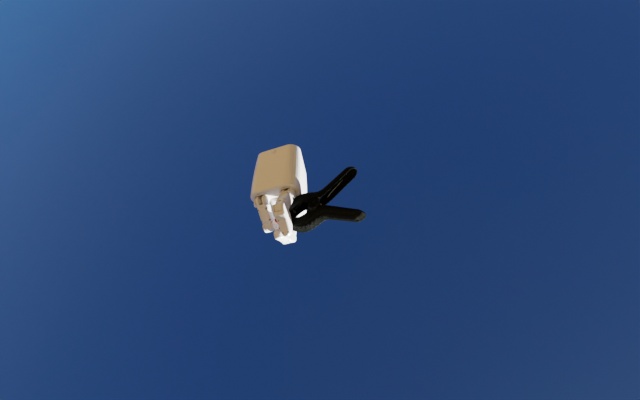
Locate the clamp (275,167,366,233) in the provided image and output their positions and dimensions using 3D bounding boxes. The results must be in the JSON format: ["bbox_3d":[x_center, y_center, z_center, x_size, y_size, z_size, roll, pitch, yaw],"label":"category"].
[{"bbox_3d":[0.000,0.003,0.853,0.171,0.120,0.039,-13,-47,20],"label":"clamp"}]
